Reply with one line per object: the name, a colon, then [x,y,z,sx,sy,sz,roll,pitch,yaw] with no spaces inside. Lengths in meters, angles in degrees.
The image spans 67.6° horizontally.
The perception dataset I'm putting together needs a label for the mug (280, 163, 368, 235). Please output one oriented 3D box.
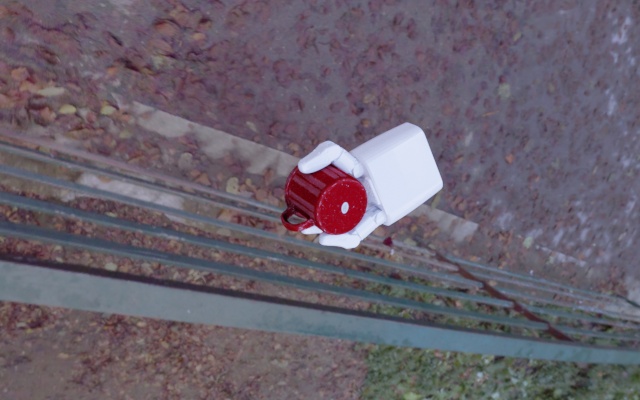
mug: [-0.001,0.003,0.641,0.117,0.093,0.081,-33,34,-17]
